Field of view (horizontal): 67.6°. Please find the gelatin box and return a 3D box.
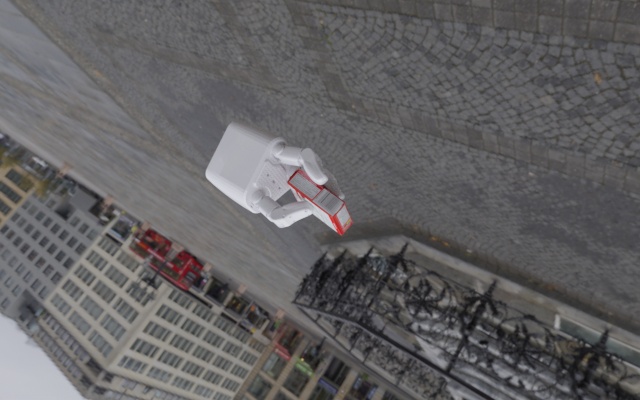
[{"bbox_3d":[0.000,0.003,0.670,0.089,0.030,0.073,37,-11,25],"label":"gelatin box"}]
